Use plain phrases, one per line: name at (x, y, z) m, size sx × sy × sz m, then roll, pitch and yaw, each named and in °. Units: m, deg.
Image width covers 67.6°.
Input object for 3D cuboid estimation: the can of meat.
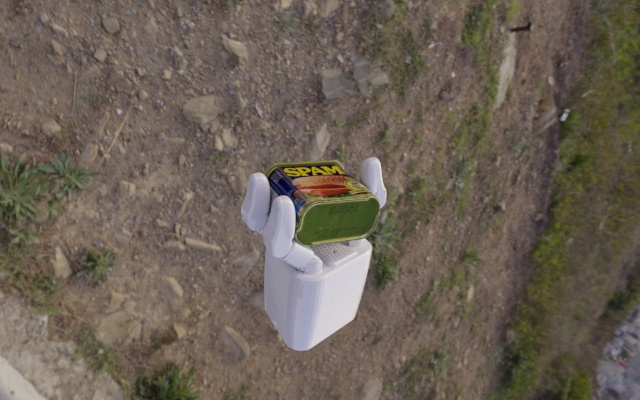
can of meat at (0.000, 0.002, 0.499) m, size 0.102 × 0.057 × 0.084 m, roll -5°, pitch 31°, yaw -30°
